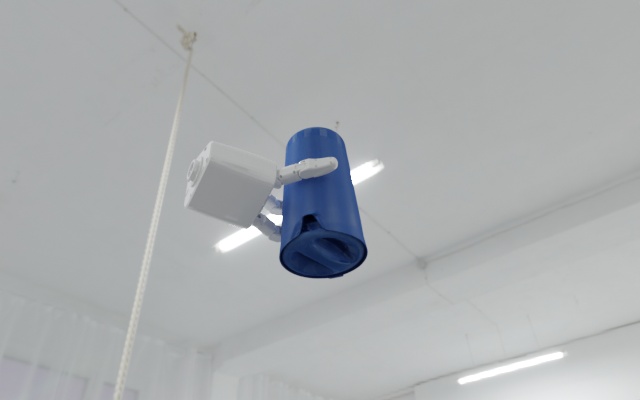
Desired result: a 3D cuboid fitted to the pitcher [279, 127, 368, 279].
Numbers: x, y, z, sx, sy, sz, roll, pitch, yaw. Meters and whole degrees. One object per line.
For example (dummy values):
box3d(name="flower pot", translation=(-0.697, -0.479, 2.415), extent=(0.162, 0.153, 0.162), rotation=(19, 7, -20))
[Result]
box3d(name="pitcher", translation=(0.000, 0.003, 0.794), extent=(0.145, 0.242, 0.149), rotation=(17, -43, -24))
